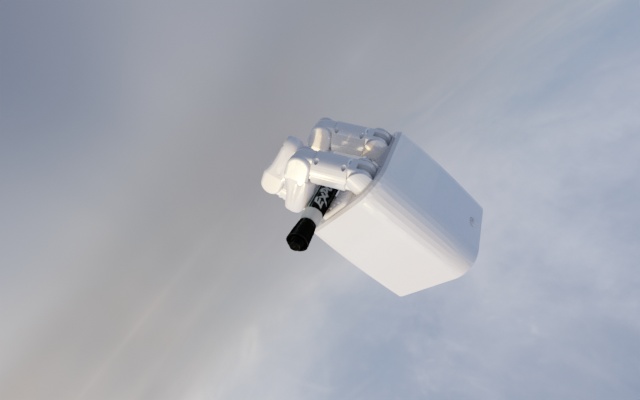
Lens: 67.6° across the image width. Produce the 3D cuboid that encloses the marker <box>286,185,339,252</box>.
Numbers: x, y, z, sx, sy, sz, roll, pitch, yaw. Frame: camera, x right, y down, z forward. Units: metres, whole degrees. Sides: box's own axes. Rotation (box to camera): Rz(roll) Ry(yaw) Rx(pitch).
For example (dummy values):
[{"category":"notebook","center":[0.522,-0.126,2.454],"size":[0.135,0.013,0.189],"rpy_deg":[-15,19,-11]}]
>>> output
[{"category":"marker","center":[0.000,0.001,0.412],"size":[0.020,0.020,0.121],"rpy_deg":[0,35,24]}]
